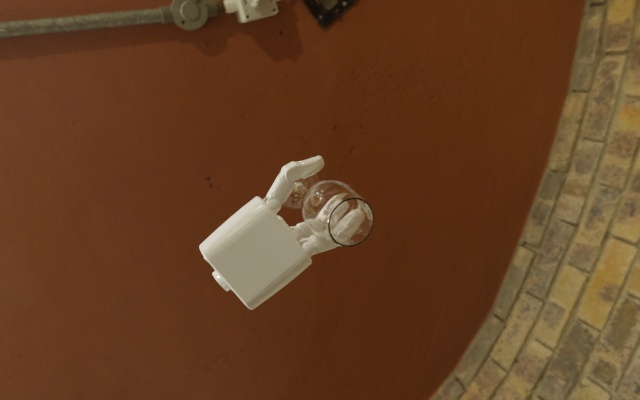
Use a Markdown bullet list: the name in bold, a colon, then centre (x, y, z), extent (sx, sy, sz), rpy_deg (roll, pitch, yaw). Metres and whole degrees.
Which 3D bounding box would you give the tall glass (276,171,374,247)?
- **tall glass**: centre (0.000, 0.002, 0.660), extent (0.079, 0.079, 0.201), rpy_deg (0, 14, -23)
